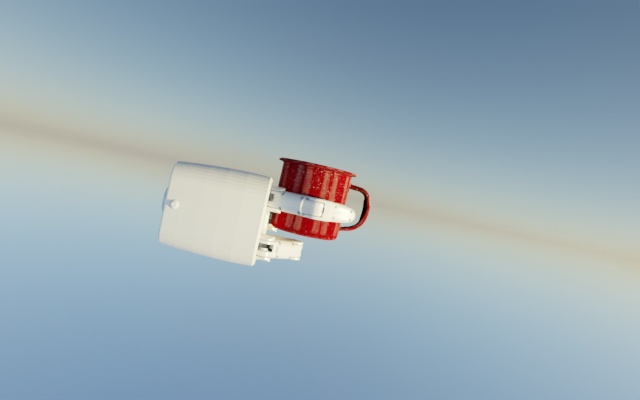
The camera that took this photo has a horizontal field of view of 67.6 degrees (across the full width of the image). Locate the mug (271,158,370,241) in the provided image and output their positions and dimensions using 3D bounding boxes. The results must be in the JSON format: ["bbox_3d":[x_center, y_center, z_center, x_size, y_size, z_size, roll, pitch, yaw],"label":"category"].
[{"bbox_3d":[0.001,0.002,0.565,0.117,0.081,0.093,13,1,-3],"label":"mug"}]
